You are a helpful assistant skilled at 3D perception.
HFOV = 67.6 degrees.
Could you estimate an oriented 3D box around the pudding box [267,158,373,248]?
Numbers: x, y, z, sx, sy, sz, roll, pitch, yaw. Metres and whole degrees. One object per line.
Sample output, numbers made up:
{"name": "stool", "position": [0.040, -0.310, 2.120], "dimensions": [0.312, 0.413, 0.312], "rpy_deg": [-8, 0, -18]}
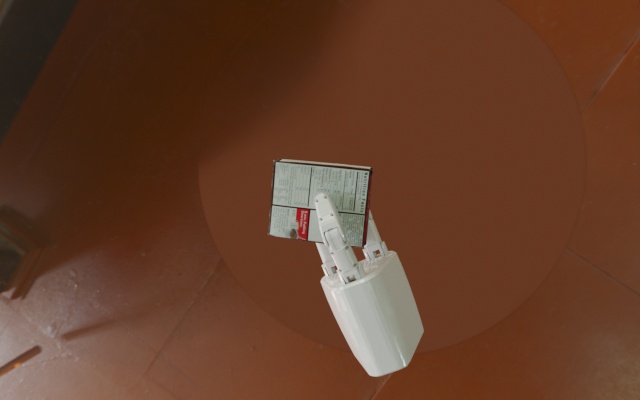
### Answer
{"name": "pudding box", "position": [0.000, 0.002, 0.541], "dimensions": [0.113, 0.090, 0.039], "rpy_deg": [6, 6, 6]}
